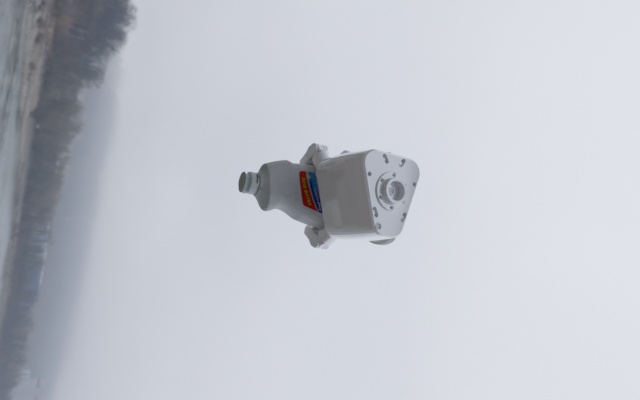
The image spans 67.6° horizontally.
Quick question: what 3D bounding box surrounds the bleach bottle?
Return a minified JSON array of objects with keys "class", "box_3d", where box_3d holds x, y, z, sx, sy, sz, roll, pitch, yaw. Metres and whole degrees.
[{"class":"bleach bottle","box_3d":[0.000,0.002,0.706,0.251,0.102,0.068,10,-9,-30]}]
